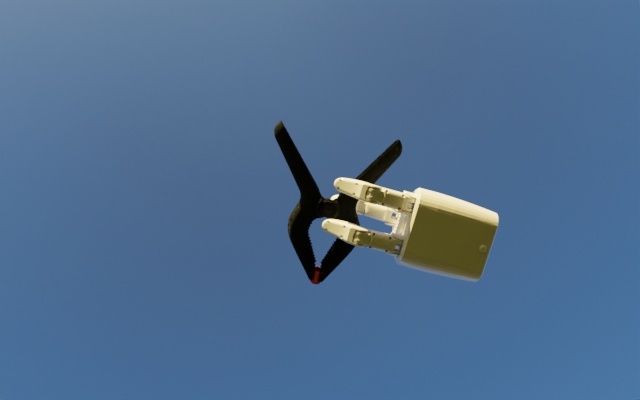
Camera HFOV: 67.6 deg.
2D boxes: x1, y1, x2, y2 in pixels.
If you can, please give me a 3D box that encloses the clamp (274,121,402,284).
[{"bbox_3d":[0.000,0.003,0.623,0.164,0.210,0.036,16,7,1],"label":"clamp"}]
